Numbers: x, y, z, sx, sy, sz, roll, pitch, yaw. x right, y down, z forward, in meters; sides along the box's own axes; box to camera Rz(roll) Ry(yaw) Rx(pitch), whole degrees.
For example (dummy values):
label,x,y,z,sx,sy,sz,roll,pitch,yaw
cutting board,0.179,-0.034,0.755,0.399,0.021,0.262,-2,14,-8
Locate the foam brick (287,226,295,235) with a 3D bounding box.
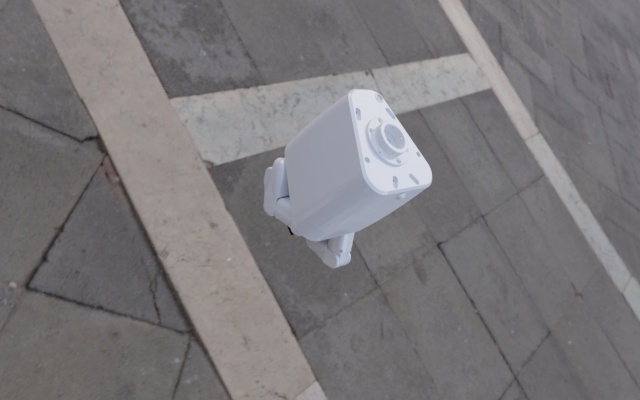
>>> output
label,x,y,z,sx,sy,sz,roll,pitch,yaw
foam brick,0.000,0.002,0.541,0.078,0.053,0.051,-10,-17,-42
